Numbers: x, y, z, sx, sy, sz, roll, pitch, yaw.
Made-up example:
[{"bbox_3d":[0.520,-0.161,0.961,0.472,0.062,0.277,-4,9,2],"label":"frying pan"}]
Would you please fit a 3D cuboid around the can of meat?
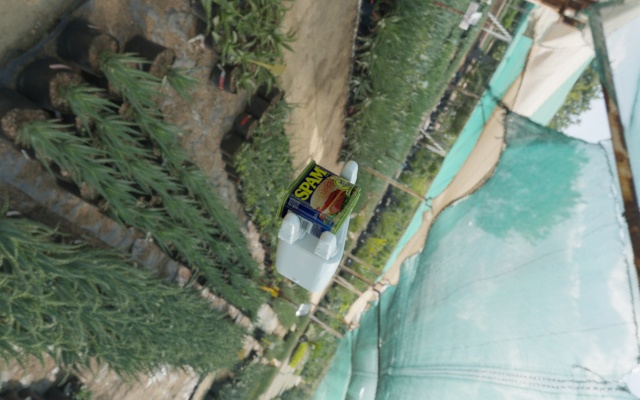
[{"bbox_3d":[0.000,0.002,0.674,0.084,0.057,0.102,29,48,8],"label":"can of meat"}]
